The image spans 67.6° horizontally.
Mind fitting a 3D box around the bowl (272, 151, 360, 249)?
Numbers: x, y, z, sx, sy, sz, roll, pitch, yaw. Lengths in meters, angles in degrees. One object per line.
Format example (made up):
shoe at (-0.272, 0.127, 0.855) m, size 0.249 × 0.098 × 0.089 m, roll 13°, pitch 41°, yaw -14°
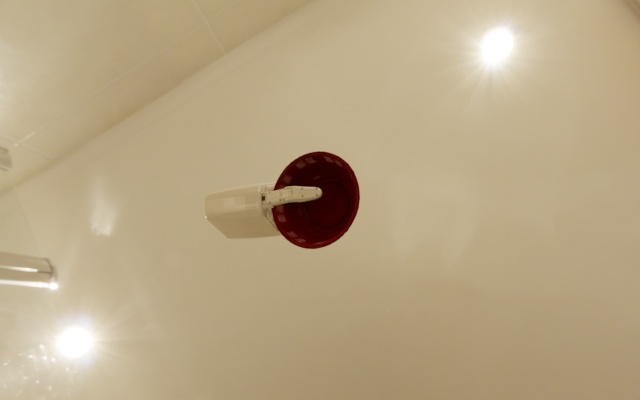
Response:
bowl at (0.002, 0.003, 0.796) m, size 0.162 × 0.162 × 0.055 m, roll 0°, pitch -10°, yaw 27°
